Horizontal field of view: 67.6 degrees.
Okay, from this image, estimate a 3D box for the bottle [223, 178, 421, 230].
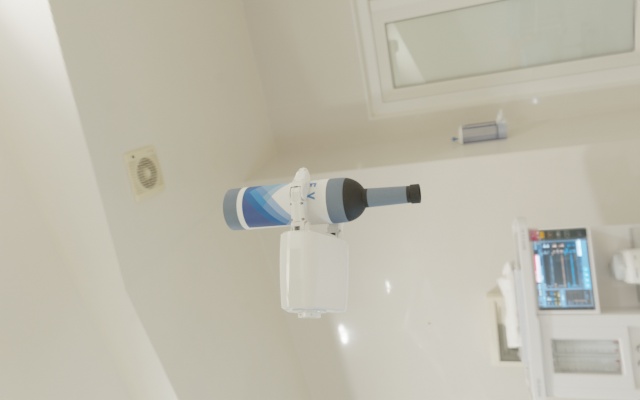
[{"bbox_3d":[0.000,0.002,0.714,0.296,0.069,0.069,-5,-2,18],"label":"bottle"}]
